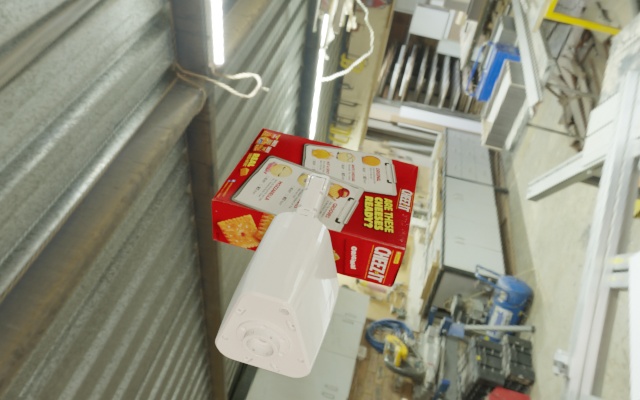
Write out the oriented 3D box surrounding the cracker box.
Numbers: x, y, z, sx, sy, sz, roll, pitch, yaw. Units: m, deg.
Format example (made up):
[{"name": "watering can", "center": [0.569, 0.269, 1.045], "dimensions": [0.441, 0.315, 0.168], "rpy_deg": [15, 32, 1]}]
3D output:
[{"name": "cracker box", "center": [0.000, 0.002, 0.579], "dimensions": [0.213, 0.072, 0.164], "rpy_deg": [15, 40, 6]}]
